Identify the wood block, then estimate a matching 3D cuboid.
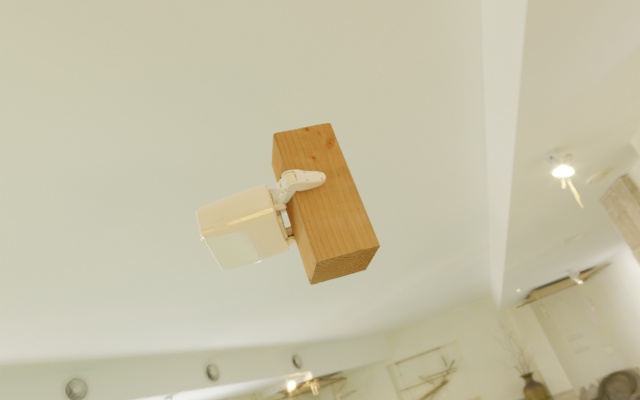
[{"bbox_3d":[0.000,0.002,0.688,0.090,0.206,0.091,-13,-26,-15],"label":"wood block"}]
